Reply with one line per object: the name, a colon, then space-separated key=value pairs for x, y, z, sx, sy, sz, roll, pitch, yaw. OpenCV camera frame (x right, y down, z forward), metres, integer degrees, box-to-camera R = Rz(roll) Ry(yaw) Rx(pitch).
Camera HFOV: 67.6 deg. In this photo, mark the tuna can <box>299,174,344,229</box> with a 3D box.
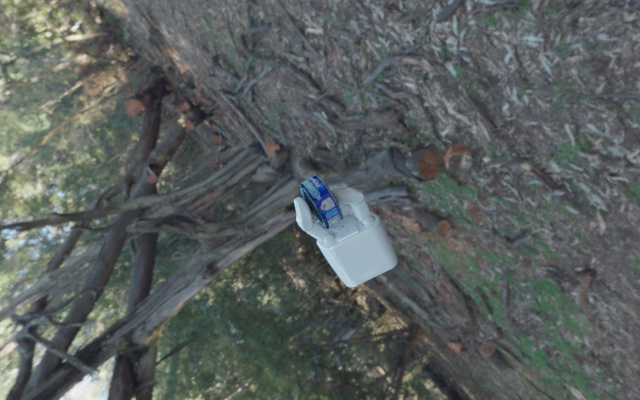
tuna can: x=0.000 y=0.003 z=0.767 sx=0.034 sy=0.086 sz=0.086 roll=-32 pitch=5 yaw=-9
